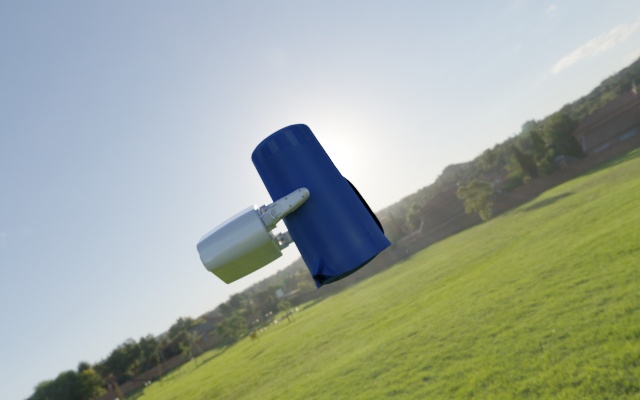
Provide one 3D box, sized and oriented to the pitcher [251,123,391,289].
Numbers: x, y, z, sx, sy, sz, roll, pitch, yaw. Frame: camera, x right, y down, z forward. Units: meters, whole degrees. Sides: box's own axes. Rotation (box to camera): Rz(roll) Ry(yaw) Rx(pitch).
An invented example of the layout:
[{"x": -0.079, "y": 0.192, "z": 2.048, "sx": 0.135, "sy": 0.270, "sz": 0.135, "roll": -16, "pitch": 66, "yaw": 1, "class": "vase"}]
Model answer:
[{"x": 0.000, "y": 0.003, "z": 0.757, "sx": 0.145, "sy": 0.243, "sz": 0.149, "roll": -31, "pitch": -7, "yaw": -3, "class": "pitcher"}]
